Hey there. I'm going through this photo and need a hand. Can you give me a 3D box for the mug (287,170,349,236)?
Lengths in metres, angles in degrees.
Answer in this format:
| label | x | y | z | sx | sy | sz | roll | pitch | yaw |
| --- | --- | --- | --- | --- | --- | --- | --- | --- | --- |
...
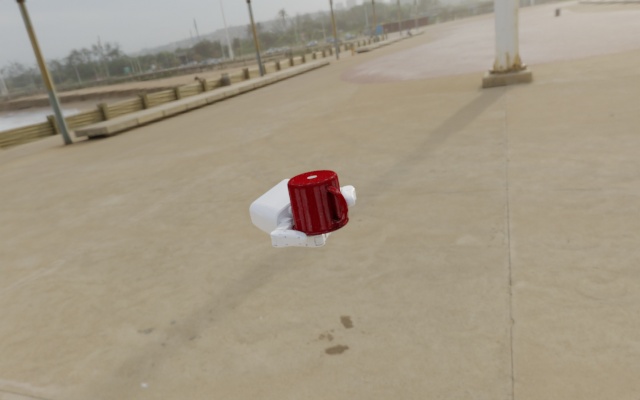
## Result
| label | x | y | z | sx | sy | sz | roll | pitch | yaw |
| --- | --- | --- | --- | --- | --- | --- | --- | --- | --- |
| mug | 0.001 | 0.002 | 0.748 | 0.093 | 0.081 | 0.117 | -22 | 21 | -31 |
